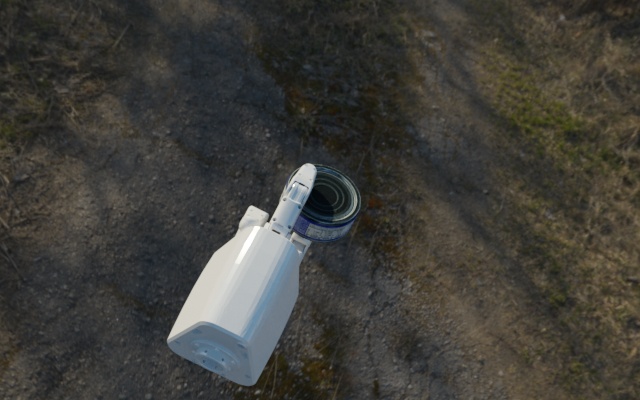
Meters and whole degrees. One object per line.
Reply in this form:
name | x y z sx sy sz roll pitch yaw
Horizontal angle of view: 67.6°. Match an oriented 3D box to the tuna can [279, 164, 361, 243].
tuna can | 0.000 0.001 0.521 0.086 0.086 0.034 0 -38 -22
